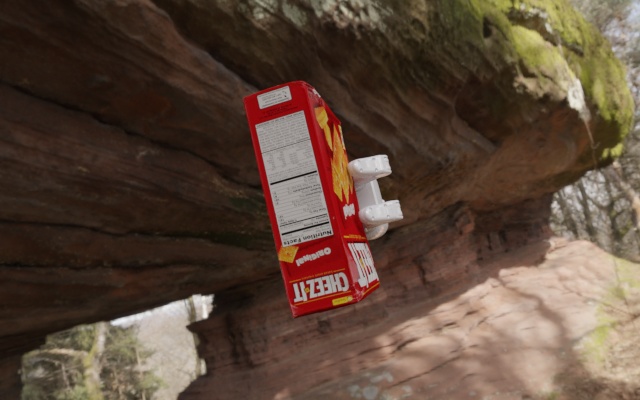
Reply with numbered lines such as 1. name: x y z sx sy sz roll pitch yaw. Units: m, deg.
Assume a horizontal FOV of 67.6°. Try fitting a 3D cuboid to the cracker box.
1. cracker box: 0.000 0.002 0.507 0.072 0.213 0.164 -16 -8 12
